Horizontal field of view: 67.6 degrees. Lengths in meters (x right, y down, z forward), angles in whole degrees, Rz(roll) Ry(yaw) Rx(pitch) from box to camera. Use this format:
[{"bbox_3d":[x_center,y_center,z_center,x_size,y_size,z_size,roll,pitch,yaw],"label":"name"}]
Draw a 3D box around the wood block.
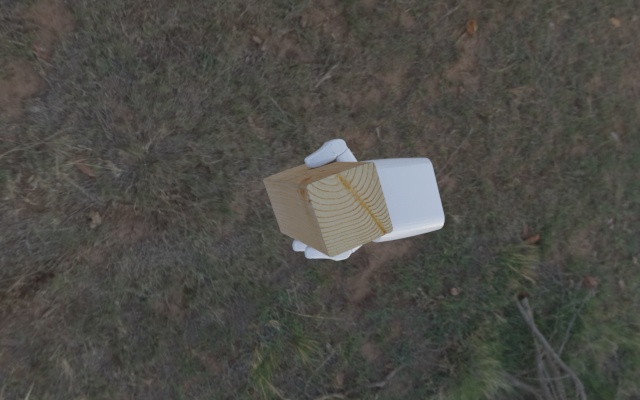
[{"bbox_3d":[0.000,0.002,0.641,0.090,0.091,0.206,-20,11,-18],"label":"wood block"}]
